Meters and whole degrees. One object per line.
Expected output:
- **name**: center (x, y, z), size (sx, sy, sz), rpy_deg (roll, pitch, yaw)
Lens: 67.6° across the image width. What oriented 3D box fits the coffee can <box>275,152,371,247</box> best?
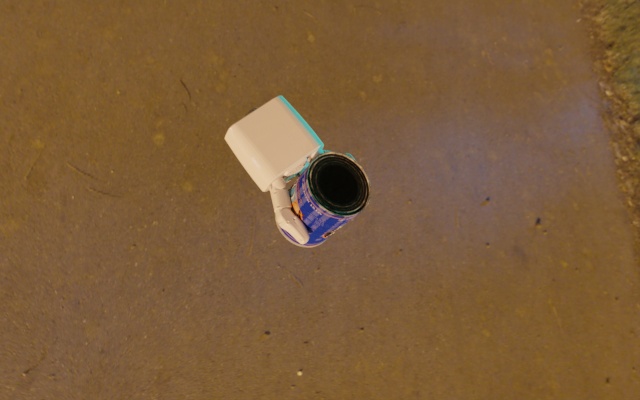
- **coffee can**: center (0.000, 0.003, 0.737), size (0.103, 0.102, 0.140), rpy_deg (0, -23, -25)
